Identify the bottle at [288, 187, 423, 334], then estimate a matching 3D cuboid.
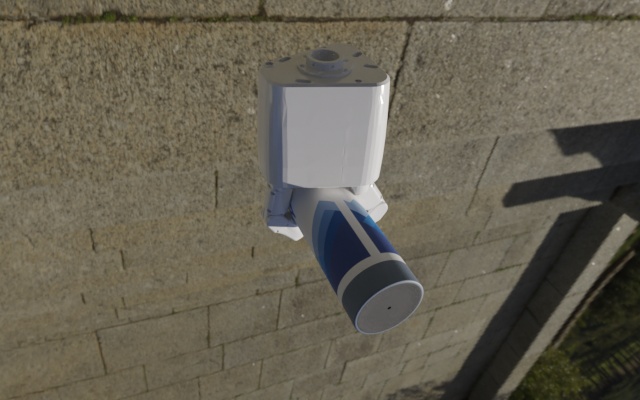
[{"bbox_3d":[0.000,0.002,0.501,0.069,0.069,0.295,0,37,-30],"label":"bottle"}]
